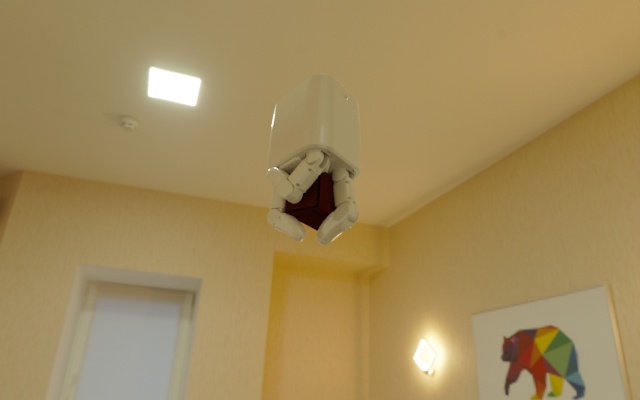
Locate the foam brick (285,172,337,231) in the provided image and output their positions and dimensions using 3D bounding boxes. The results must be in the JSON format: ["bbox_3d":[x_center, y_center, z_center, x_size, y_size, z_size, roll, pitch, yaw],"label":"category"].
[{"bbox_3d":[0.000,0.002,0.602,0.053,0.051,0.078,-13,-28,32],"label":"foam brick"}]
